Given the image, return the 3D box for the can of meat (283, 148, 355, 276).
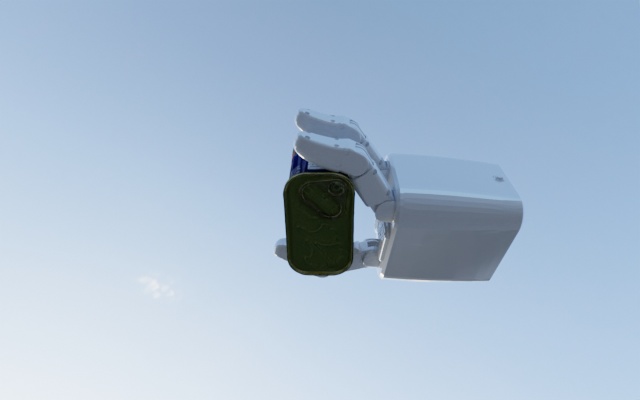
[{"bbox_3d":[0.000,0.001,0.428,0.057,0.102,0.084,0,31,2],"label":"can of meat"}]
